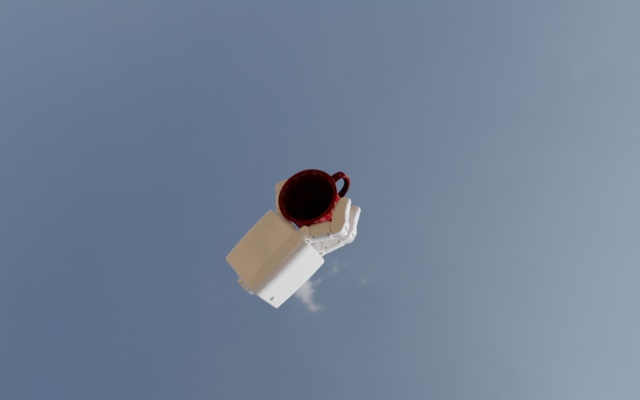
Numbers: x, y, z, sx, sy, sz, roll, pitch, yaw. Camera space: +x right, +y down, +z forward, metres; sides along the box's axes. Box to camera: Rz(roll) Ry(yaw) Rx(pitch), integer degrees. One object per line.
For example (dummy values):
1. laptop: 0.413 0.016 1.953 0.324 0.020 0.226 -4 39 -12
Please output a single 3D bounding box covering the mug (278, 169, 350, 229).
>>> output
1. mug: 0.001 0.001 0.749 0.093 0.117 0.081 41 -8 32
